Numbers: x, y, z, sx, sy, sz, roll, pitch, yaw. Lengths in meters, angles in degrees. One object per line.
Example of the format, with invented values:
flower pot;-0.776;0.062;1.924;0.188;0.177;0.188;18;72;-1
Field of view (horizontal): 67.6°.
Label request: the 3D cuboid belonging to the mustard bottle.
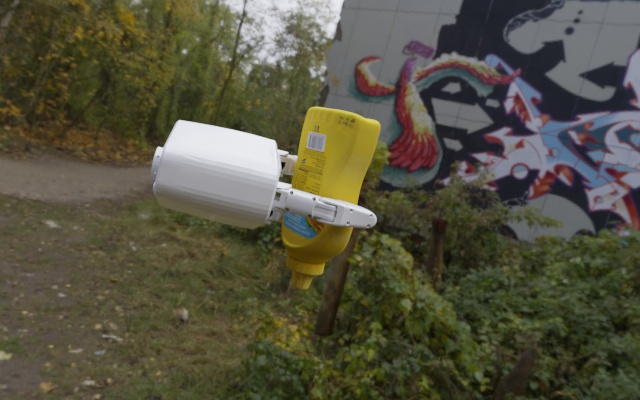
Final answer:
mustard bottle;0.000;0.001;0.505;0.058;0.191;0.096;10;8;-38
